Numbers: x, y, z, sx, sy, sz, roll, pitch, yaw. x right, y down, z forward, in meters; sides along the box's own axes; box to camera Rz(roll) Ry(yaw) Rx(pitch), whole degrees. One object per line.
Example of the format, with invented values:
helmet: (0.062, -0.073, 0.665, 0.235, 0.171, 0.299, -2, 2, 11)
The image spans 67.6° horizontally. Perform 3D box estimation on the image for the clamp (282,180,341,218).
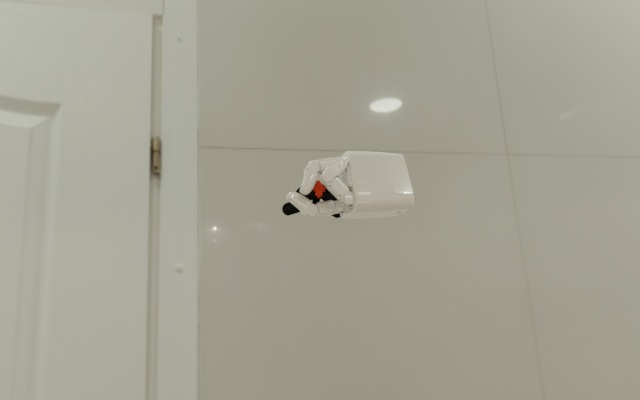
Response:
clamp: (0.000, 0.002, 0.888, 0.120, 0.039, 0.171, 0, -13, -14)
